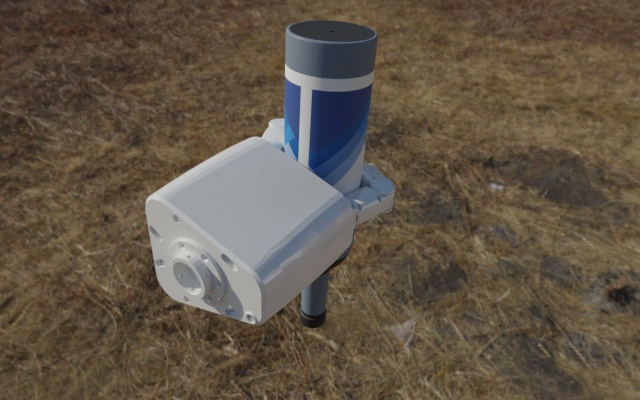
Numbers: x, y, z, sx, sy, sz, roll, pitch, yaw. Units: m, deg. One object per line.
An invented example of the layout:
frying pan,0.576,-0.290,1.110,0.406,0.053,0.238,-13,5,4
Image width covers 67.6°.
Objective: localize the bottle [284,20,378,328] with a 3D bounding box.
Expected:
bottle,0.000,0.001,0.423,0.069,0.296,0.069,3,33,-2
